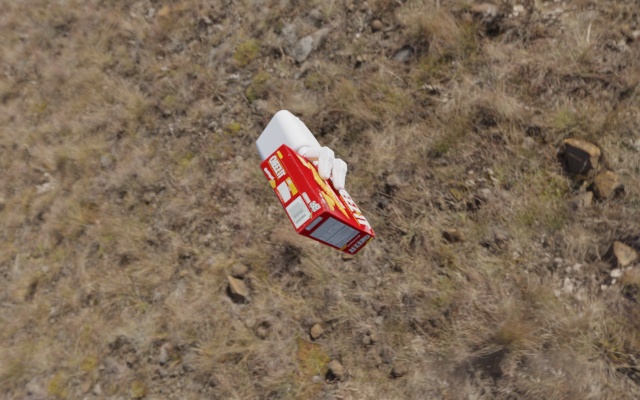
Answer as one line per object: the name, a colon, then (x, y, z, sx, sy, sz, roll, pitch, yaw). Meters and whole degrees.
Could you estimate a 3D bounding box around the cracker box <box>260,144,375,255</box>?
cracker box: (0.000, 0.003, 0.900, 0.072, 0.164, 0.214, -40, -31, 14)
